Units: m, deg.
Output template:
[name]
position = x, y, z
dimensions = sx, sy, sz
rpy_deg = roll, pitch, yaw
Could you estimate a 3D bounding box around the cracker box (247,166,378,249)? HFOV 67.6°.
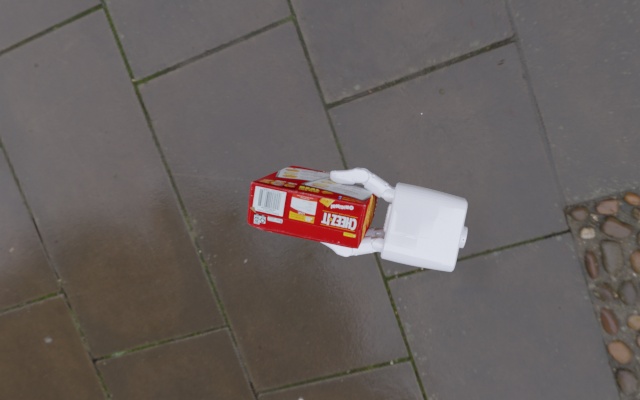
[cracker box]
position = 0.000, 0.002, 0.745
dimensions = 0.164, 0.072, 0.213
rpy_deg = 11, 12, 10
